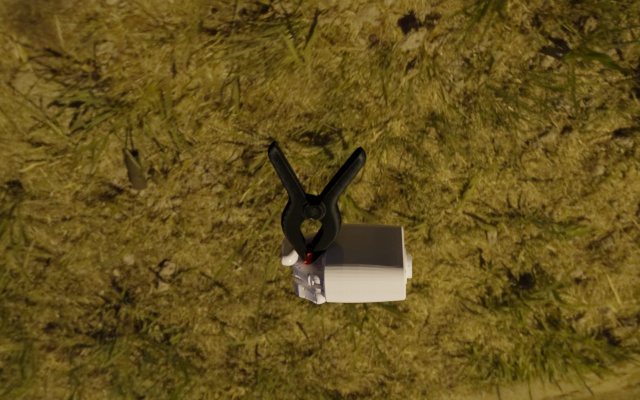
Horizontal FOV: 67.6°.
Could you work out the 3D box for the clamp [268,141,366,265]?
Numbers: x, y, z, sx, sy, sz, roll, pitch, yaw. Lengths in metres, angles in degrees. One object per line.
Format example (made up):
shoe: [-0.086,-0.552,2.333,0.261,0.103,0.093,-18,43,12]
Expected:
clamp: [0.000,0.002,0.614,0.120,0.171,0.039,-2,28,4]
